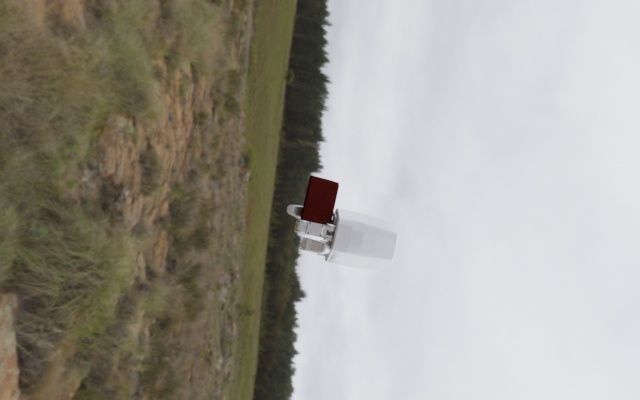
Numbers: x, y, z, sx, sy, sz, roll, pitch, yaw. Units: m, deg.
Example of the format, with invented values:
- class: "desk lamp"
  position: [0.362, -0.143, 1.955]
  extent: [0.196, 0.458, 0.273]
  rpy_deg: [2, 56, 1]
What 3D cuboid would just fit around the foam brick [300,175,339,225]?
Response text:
- class: "foam brick"
  position: [0.000, 0.002, 0.831]
  extent: [0.051, 0.078, 0.053]
  rpy_deg: [12, -6, 5]
